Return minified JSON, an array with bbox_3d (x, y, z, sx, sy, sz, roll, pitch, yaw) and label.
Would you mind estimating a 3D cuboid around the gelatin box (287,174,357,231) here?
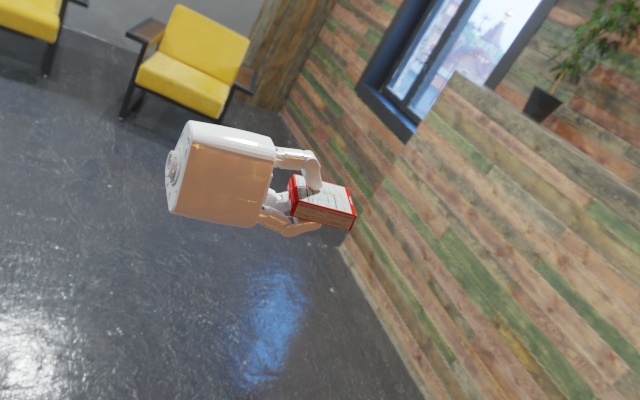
[{"bbox_3d":[0.001,0.002,0.661,0.089,0.030,0.073,14,29,-16],"label":"gelatin box"}]
